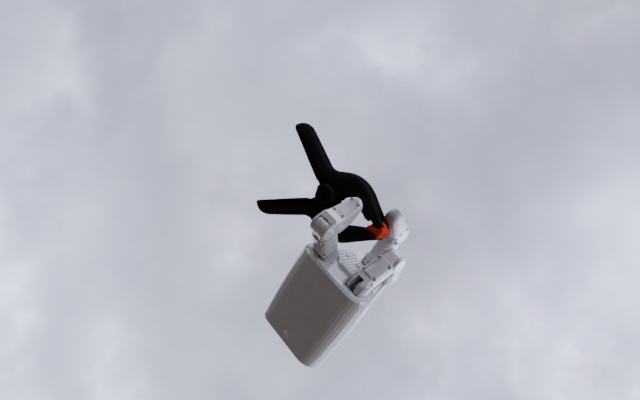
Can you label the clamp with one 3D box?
[{"bbox_3d":[0.001,0.002,0.551,0.171,0.120,0.039,44,22,28],"label":"clamp"}]
